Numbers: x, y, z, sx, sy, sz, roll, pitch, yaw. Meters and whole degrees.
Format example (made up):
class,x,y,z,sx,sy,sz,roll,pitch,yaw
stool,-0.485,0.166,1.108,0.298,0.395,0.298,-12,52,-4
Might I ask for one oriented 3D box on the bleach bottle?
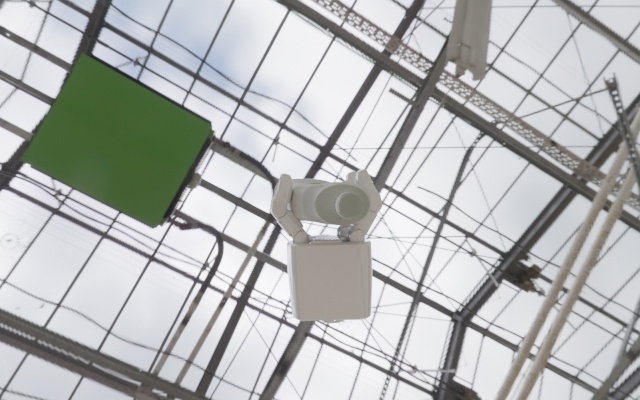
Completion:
class,x,y,z,sx,sy,sz,roll,pitch,yaw
bleach bottle,0.000,0.002,0.654,0.102,0.068,0.251,-2,2,-12
